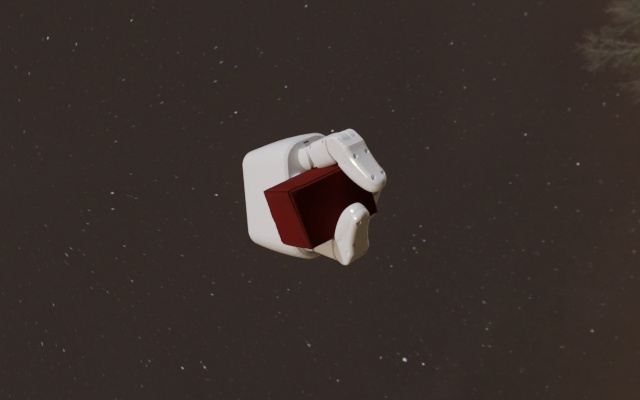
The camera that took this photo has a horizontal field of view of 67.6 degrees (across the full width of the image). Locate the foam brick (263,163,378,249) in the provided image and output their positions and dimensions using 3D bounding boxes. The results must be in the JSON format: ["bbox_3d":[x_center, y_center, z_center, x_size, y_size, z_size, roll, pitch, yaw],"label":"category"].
[{"bbox_3d":[0.000,0.001,0.414,0.078,0.053,0.051,-26,15,-30],"label":"foam brick"}]
